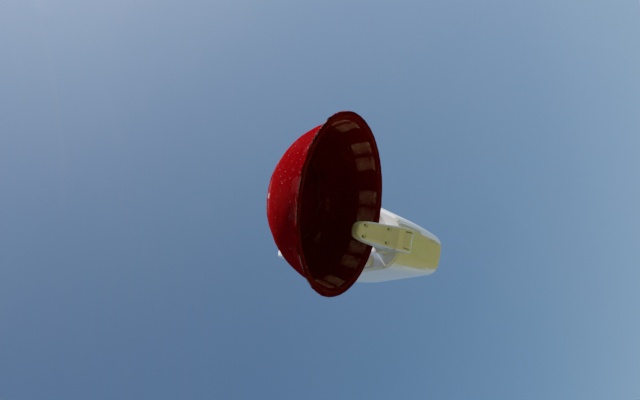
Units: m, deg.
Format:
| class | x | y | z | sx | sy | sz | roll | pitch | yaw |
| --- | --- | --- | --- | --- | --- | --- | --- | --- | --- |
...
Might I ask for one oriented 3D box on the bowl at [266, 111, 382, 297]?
| class | x | y | z | sx | sy | sz | roll | pitch | yaw |
| --- | --- | --- | --- | --- | --- | --- | --- | --- | --- |
| bowl | -0.001 | 0.001 | 0.427 | 0.055 | 0.162 | 0.162 | 7 | 3 | 29 |
